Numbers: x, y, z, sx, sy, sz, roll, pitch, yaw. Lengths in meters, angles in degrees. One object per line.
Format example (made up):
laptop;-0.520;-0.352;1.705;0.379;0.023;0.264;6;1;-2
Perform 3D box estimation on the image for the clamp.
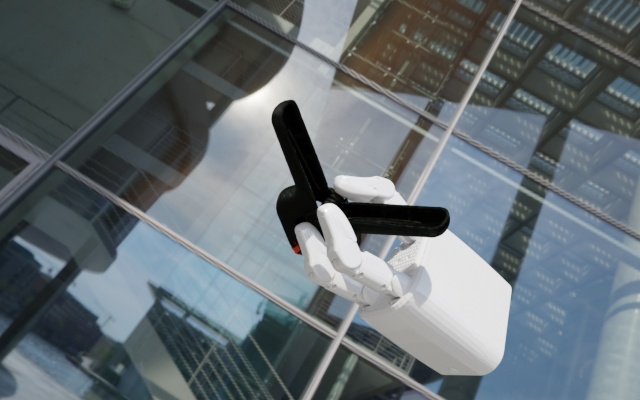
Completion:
clamp;0.000;0.001;0.450;0.164;0.036;0.210;40;-29;-6
